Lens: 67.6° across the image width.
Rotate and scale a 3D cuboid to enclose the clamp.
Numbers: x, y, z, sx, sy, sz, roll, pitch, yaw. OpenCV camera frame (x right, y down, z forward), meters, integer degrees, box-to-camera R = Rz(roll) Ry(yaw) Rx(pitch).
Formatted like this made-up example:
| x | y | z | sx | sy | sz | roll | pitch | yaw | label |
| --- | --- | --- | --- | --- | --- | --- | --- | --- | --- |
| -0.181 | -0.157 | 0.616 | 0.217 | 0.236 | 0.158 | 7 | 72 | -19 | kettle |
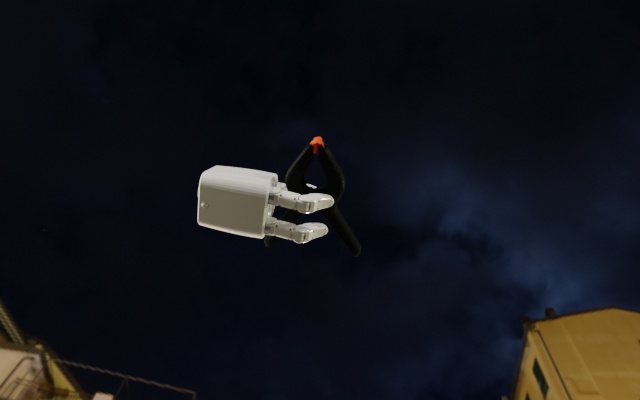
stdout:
| x | y | z | sx | sy | sz | roll | pitch | yaw | label |
| --- | --- | --- | --- | --- | --- | --- | --- | --- | --- |
| 0.000 | 0.002 | 0.769 | 0.164 | 0.210 | 0.036 | 11 | 29 | 0 | clamp |
